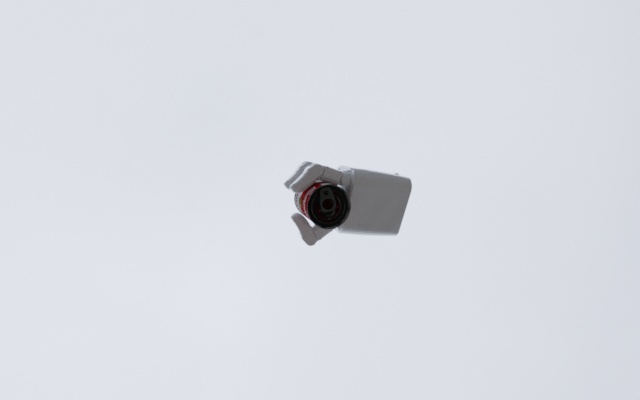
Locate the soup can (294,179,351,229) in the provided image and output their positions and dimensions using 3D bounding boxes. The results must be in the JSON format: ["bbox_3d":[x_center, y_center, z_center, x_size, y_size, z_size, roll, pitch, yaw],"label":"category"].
[{"bbox_3d":[0.000,0.003,0.758,0.068,0.068,0.102,0,8,-15],"label":"soup can"}]
